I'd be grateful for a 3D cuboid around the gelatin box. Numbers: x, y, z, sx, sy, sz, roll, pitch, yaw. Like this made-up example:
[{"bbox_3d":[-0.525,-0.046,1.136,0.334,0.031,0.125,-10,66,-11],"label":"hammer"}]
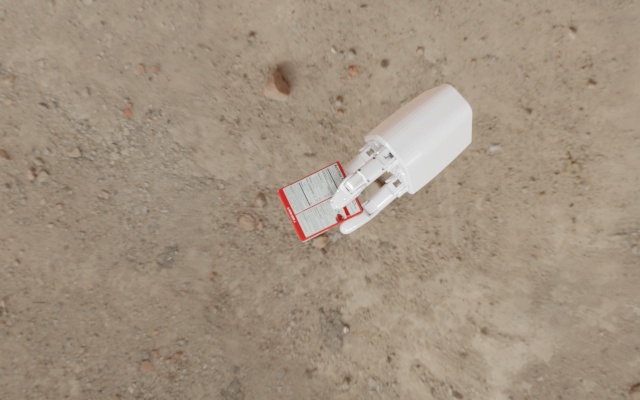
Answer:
[{"bbox_3d":[0.000,0.002,0.609,0.089,0.073,0.030,-26,-5,-2],"label":"gelatin box"}]
